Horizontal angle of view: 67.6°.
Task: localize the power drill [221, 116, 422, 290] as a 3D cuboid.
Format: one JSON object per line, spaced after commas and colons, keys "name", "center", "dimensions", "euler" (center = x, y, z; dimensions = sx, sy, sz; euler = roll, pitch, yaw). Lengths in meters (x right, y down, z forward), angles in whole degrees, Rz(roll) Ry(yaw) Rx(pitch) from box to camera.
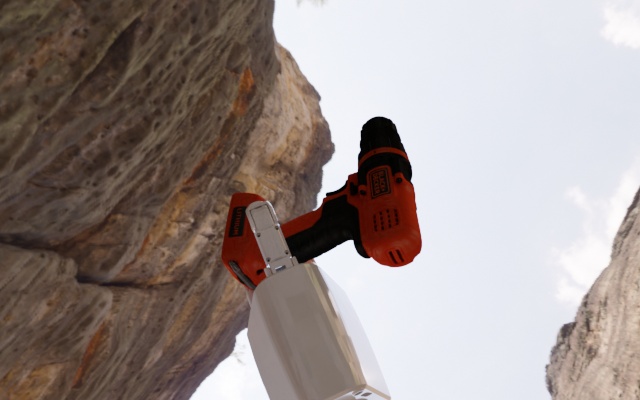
{"name": "power drill", "center": [0.000, 0.002, 0.467], "dimensions": [0.187, 0.184, 0.057], "euler": [-20, -50, 18]}
